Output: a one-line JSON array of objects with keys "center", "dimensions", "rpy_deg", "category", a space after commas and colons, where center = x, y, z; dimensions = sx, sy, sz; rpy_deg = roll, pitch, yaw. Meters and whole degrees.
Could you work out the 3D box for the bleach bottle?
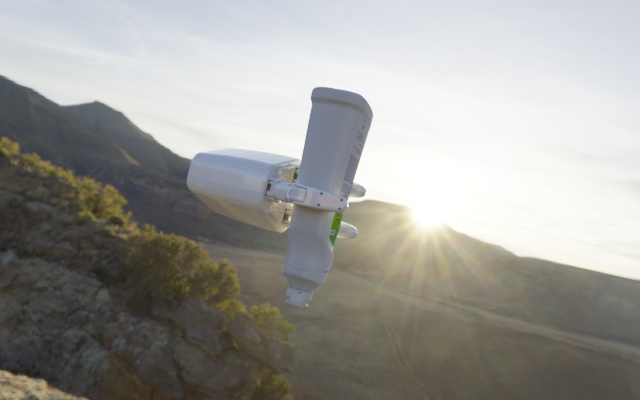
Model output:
[{"center": [0.000, 0.002, 0.569], "dimensions": [0.068, 0.251, 0.102], "rpy_deg": [13, -3, 17], "category": "bleach bottle"}]
